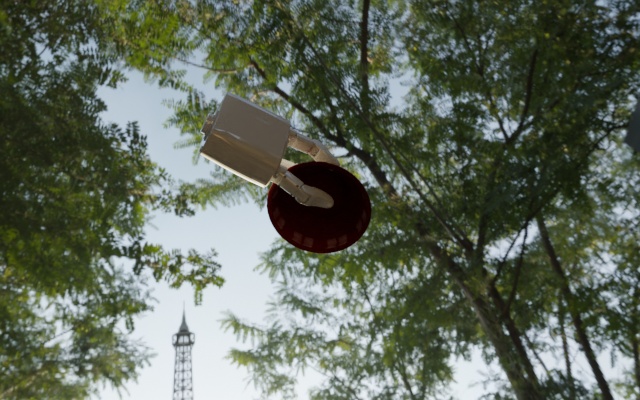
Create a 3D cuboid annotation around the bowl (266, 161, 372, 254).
[{"bbox_3d":[0.001,0.003,0.750,0.162,0.162,0.055,0,28,9],"label":"bowl"}]
